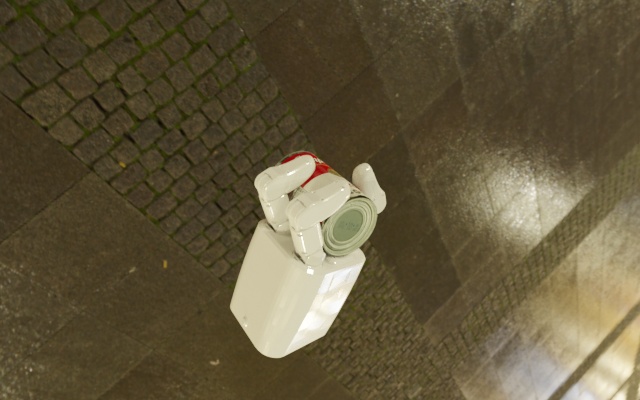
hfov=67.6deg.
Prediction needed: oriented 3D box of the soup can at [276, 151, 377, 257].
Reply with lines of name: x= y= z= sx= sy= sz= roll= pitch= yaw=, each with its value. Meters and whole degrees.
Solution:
soup can: x=0.001 y=0.001 z=0.481 sx=0.068 sy=0.068 sz=0.102 roll=0 pitch=29 yaw=-38
